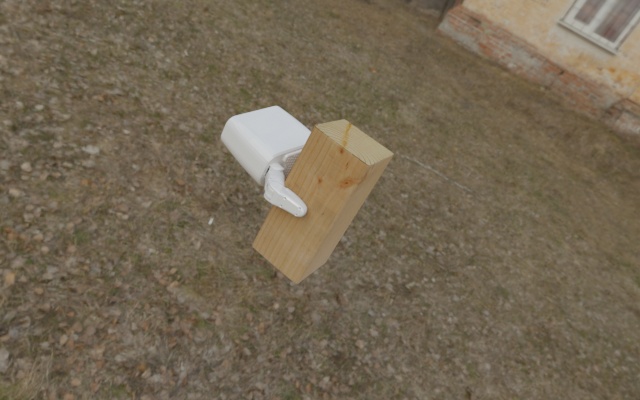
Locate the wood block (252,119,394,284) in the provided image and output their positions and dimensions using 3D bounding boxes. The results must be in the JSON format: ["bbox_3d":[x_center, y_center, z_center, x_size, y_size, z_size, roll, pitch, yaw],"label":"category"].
[{"bbox_3d":[0.000,0.002,0.662,0.090,0.206,0.091,38,29,16],"label":"wood block"}]
